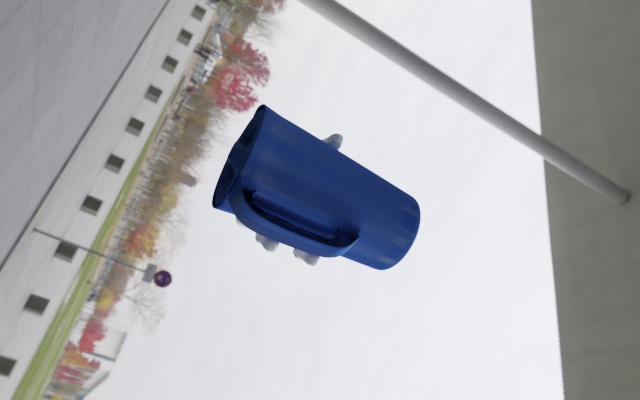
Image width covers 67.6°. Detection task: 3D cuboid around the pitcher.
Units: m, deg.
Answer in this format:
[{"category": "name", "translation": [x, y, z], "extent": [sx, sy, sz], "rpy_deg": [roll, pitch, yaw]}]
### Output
[{"category": "pitcher", "translation": [0.000, 0.002, 0.582], "extent": [0.243, 0.149, 0.145], "rpy_deg": [26, -15, -19]}]
